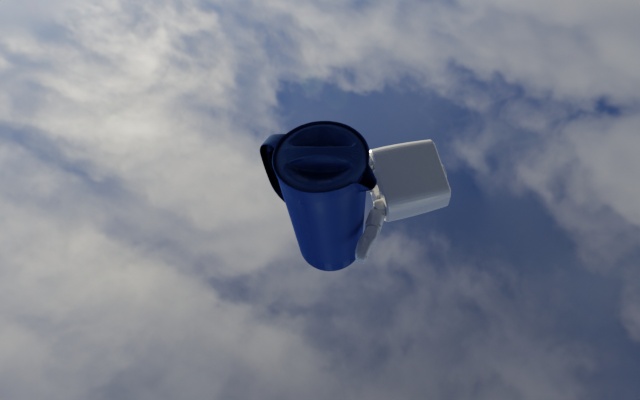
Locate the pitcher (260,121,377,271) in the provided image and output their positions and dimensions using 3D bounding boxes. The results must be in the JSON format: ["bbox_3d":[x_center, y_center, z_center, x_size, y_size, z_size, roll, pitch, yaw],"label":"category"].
[{"bbox_3d":[0.000,0.002,0.740,0.145,0.149,0.243,-14,-37,-6],"label":"pitcher"}]
